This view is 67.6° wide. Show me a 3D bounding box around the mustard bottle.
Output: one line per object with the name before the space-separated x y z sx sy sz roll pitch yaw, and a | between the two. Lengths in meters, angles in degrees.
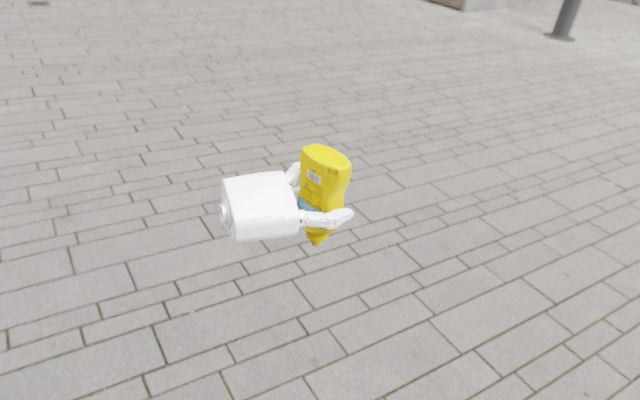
mustard bottle | 0.000 0.002 0.846 0.096 0.192 0.058 32 41 33
